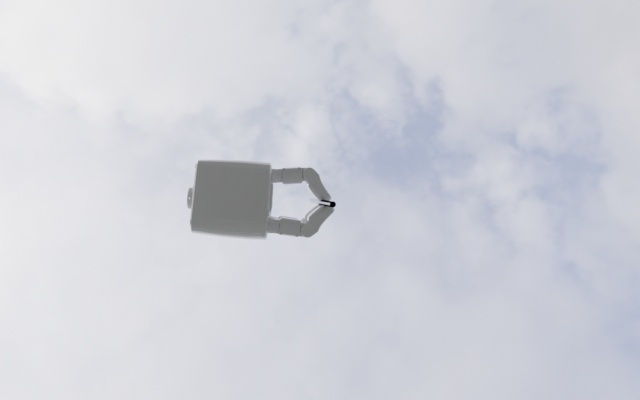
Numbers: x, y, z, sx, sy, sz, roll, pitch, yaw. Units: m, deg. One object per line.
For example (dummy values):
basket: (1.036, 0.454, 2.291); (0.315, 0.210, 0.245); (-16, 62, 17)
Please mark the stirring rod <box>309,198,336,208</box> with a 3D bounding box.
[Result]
stirring rod: (0.000, 0.002, 0.723); (0.011, 0.011, 0.239); (0, 1, -7)
